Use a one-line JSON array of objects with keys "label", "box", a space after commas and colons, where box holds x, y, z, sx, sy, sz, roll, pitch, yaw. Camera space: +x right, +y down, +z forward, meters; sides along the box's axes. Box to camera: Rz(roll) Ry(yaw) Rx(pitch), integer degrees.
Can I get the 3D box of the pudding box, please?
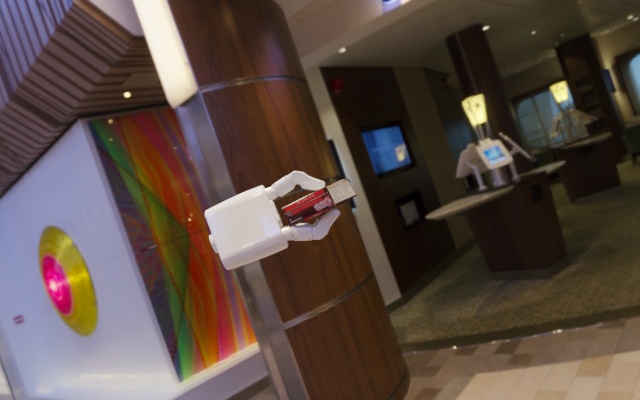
[{"label": "pudding box", "box": [0.000, 0.002, 0.794, 0.090, 0.039, 0.113, -25, 1, 24]}]
